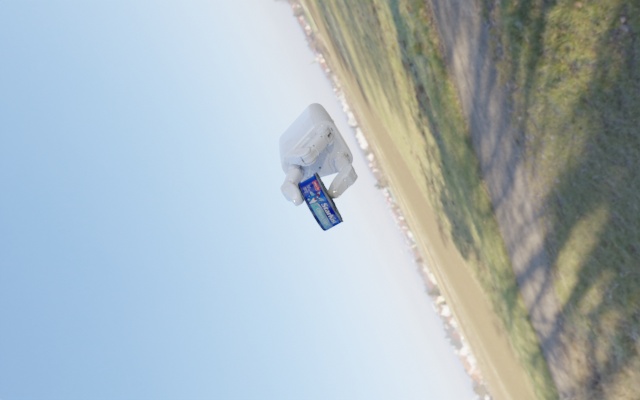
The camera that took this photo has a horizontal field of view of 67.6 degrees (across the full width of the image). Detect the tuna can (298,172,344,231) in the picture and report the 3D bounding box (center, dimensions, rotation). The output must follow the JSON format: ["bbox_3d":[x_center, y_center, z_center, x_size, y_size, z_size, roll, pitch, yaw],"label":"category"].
[{"bbox_3d":[0.000,0.003,0.716,0.034,0.086,0.086,-29,-2,4],"label":"tuna can"}]
